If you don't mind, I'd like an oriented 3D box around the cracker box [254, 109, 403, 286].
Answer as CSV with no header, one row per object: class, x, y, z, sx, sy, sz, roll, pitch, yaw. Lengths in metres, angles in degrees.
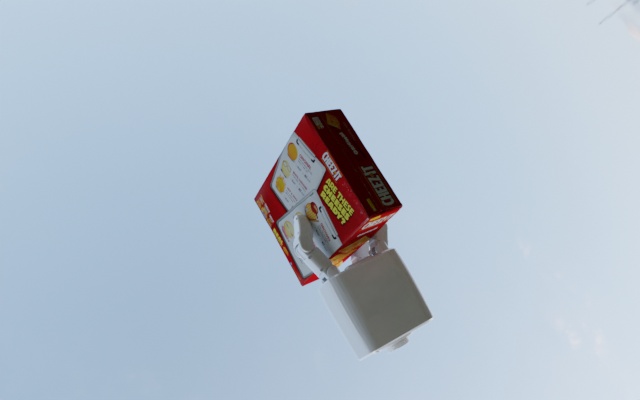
cracker box,0.000,0.002,0.677,0.072,0.164,0.214,-17,-22,-36
